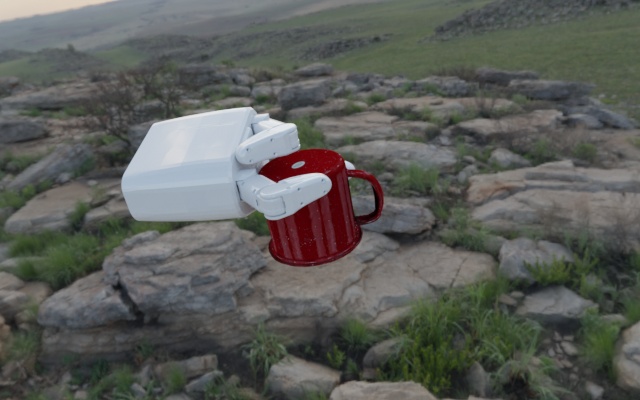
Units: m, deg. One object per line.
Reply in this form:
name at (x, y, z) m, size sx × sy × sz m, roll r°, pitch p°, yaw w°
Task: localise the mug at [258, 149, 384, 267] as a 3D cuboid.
mug at (0.001, 0.001, 0.446) m, size 0.117 × 0.081 × 0.093 m, roll -6°, pitch 26°, yaw 10°
